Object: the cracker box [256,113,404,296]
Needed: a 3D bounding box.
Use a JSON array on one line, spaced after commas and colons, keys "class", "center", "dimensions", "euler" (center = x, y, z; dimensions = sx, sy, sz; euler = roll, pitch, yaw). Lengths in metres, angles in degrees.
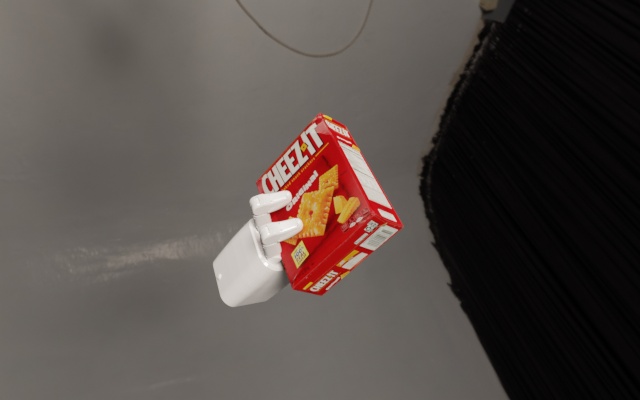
[{"class": "cracker box", "center": [0.000, 0.002, 0.696], "dimensions": [0.072, 0.213, 0.164], "euler": [22, -57, -43]}]
